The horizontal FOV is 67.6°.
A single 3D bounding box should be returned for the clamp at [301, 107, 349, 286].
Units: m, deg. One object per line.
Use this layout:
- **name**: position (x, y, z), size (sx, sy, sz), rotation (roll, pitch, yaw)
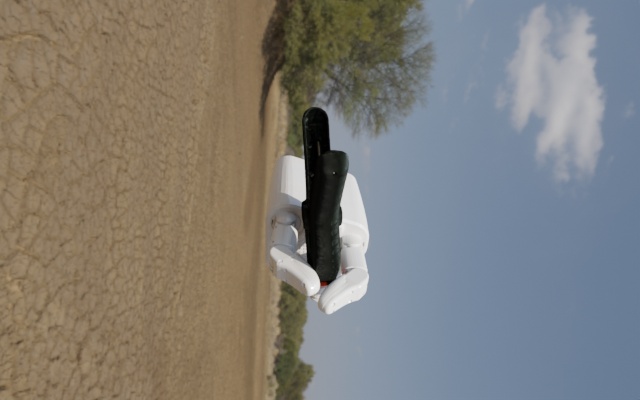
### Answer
- **clamp**: position (0.001, 0.002, 0.442), size (0.039, 0.172, 0.120), rotation (2, 37, -4)
